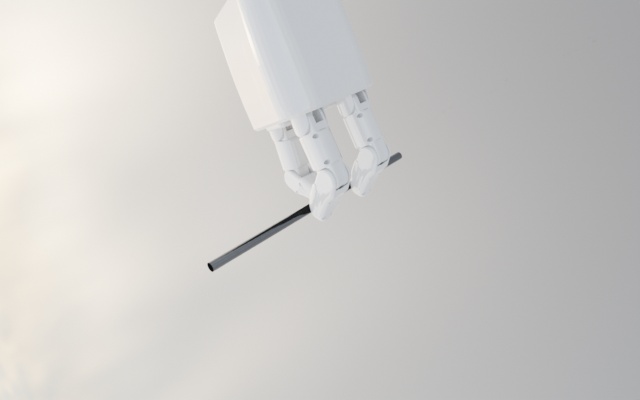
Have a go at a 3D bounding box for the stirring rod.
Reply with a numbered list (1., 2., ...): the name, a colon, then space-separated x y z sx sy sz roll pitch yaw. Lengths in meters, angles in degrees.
1. stirring rod: 0.000 0.001 0.430 0.239 0.011 0.011 -31 20 -37
